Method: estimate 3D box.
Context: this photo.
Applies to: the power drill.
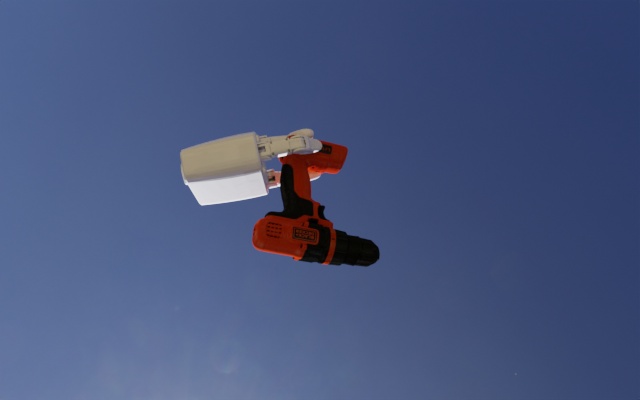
[{"bbox_3d":[0.000,0.002,0.701,0.184,0.187,0.057,12,-31,-16],"label":"power drill"}]
